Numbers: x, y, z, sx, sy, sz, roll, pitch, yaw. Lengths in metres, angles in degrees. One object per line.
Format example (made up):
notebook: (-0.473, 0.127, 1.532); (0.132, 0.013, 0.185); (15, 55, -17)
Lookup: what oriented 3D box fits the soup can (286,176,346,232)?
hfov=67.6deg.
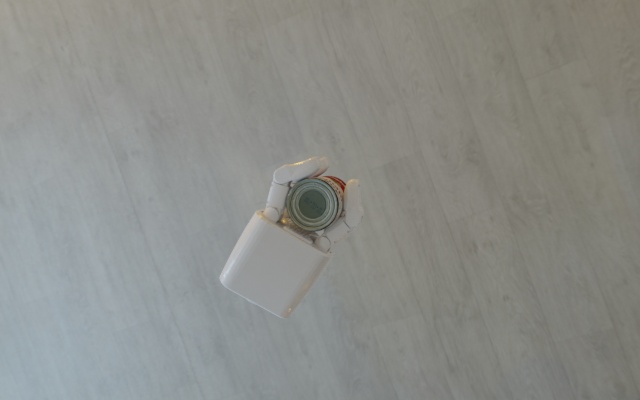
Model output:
soup can: (0.000, 0.002, 0.628); (0.068, 0.068, 0.102); (0, 4, 13)
